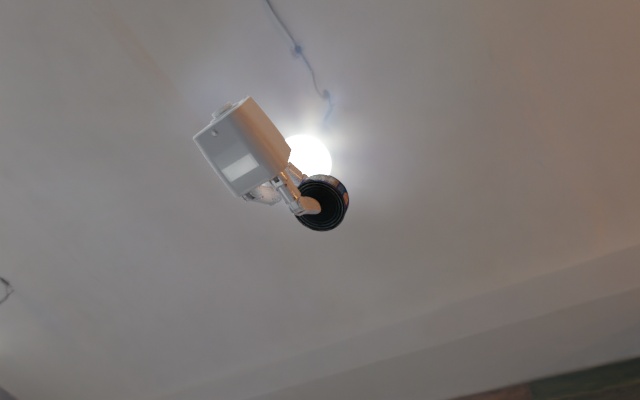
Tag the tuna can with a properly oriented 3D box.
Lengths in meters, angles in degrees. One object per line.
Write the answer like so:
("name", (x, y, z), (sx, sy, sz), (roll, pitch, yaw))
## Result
("tuna can", (0.000, 0.002, 0.732), (0.086, 0.086, 0.033), (0, 26, 17))
